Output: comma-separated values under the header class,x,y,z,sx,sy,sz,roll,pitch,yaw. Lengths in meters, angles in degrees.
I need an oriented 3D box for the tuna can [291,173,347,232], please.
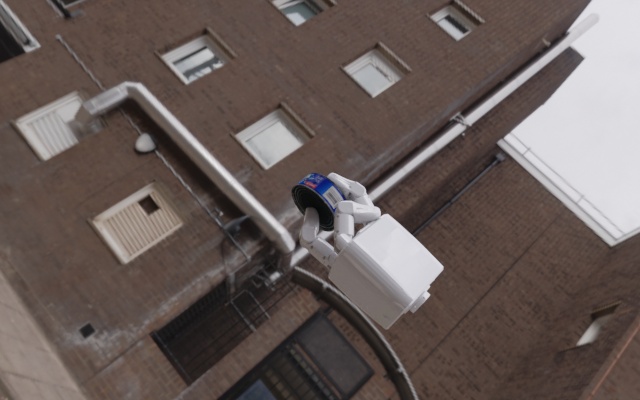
class,x,y,z,sx,sy,sz,roll,pitch,yaw
tuna can,0.000,0.002,0.694,0.033,0.086,0.086,-43,22,-26
